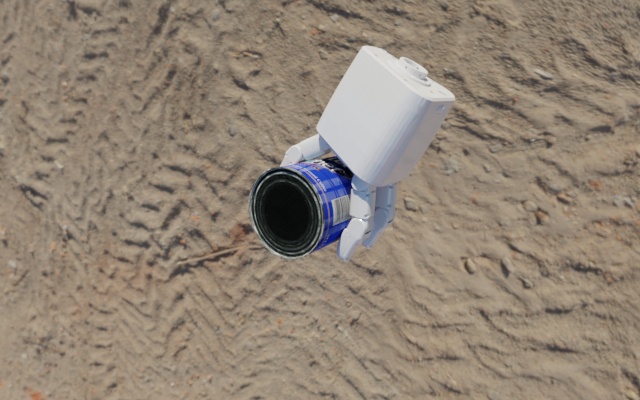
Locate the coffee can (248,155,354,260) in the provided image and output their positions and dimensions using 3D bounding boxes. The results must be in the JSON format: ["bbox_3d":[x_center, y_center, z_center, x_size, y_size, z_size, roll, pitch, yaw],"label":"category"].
[{"bbox_3d":[0.000,0.002,0.565,0.103,0.103,0.140,0,11,35],"label":"coffee can"}]
